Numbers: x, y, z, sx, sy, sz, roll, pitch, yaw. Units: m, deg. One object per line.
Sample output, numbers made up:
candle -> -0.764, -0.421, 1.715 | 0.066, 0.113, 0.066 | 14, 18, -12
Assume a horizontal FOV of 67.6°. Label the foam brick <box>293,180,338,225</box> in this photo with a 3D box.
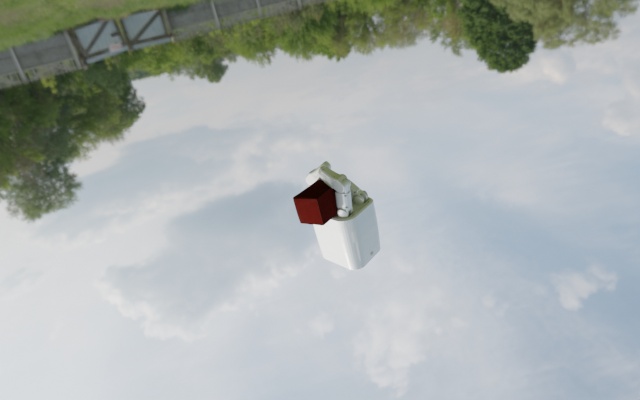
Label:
foam brick -> 0.000, 0.003, 0.826 | 0.053, 0.051, 0.078 | 4, 27, 36
